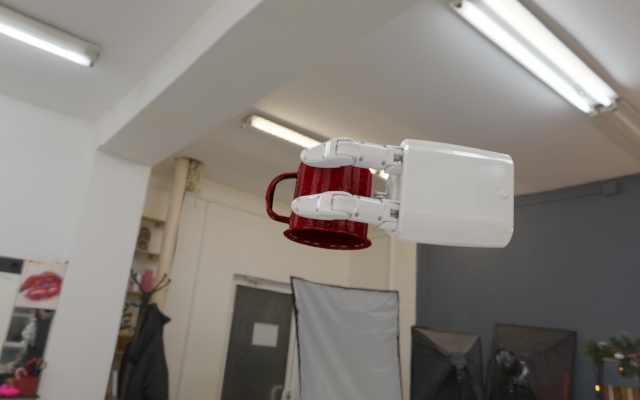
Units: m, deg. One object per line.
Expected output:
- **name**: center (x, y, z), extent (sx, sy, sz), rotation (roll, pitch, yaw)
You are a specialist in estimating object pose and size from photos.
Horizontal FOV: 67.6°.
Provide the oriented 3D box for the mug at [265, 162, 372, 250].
- **mug**: center (-0.001, 0.001, 0.508), extent (0.117, 0.081, 0.093), rotation (8, -17, -2)
